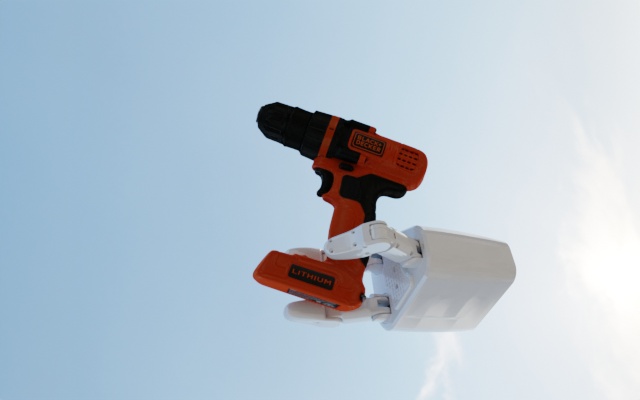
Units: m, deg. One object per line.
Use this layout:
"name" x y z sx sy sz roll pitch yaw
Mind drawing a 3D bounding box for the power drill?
"power drill" 0.000 0.002 0.474 0.184 0.187 0.057 19 -17 2
